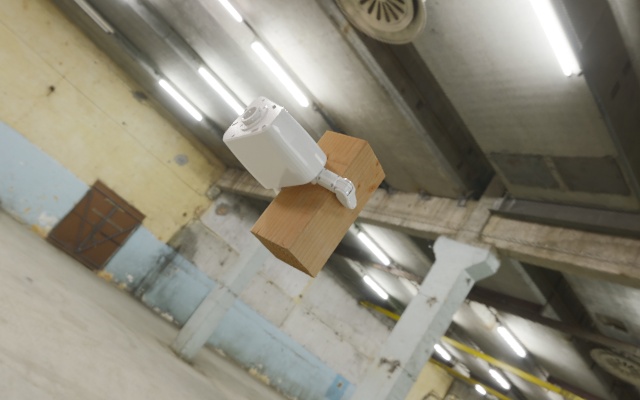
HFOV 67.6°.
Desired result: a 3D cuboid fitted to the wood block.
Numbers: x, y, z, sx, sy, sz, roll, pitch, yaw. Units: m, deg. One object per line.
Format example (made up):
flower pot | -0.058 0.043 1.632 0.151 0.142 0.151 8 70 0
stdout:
wood block | 0.000 0.002 0.745 0.091 0.206 0.090 22 -22 40
